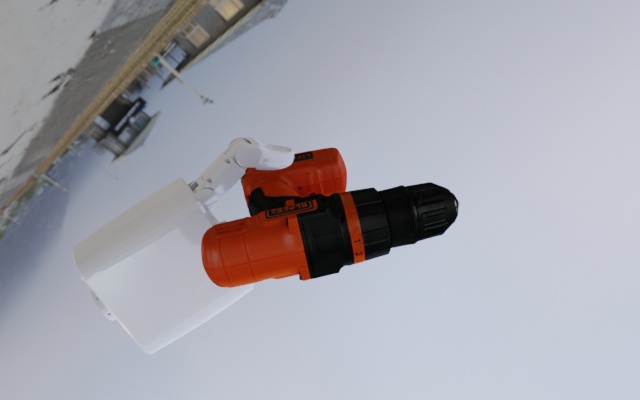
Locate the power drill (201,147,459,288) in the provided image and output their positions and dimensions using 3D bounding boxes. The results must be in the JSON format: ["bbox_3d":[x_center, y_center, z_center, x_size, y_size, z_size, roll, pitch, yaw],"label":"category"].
[{"bbox_3d":[0.000,0.001,0.404,0.184,0.057,0.187,-11,17,-3],"label":"power drill"}]
